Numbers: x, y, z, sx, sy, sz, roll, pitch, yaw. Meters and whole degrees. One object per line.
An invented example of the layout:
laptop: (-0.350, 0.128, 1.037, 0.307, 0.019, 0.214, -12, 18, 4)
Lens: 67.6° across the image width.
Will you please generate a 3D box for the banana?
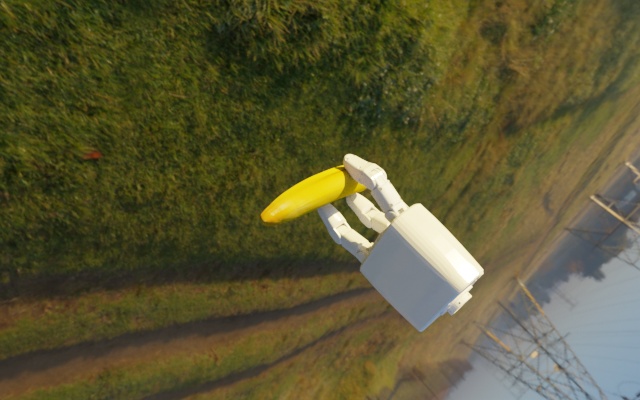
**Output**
banana: (0.011, -0.011, 0.592, 0.198, 0.037, 0.070, -18, -29, -49)
